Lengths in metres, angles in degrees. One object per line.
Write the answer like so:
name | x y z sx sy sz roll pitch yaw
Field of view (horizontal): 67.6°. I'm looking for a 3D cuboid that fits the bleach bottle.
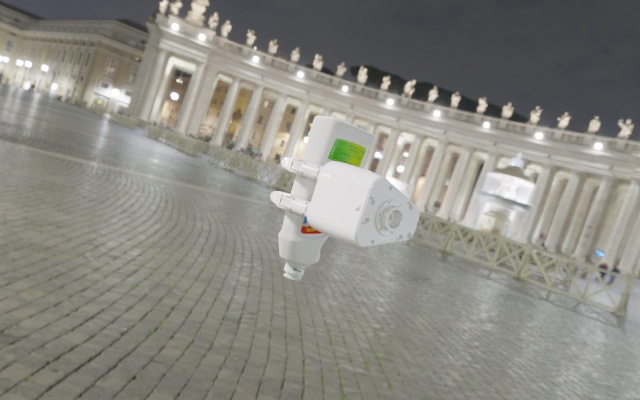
bleach bottle | 0.000 0.002 0.743 0.102 0.251 0.068 16 3 -38
